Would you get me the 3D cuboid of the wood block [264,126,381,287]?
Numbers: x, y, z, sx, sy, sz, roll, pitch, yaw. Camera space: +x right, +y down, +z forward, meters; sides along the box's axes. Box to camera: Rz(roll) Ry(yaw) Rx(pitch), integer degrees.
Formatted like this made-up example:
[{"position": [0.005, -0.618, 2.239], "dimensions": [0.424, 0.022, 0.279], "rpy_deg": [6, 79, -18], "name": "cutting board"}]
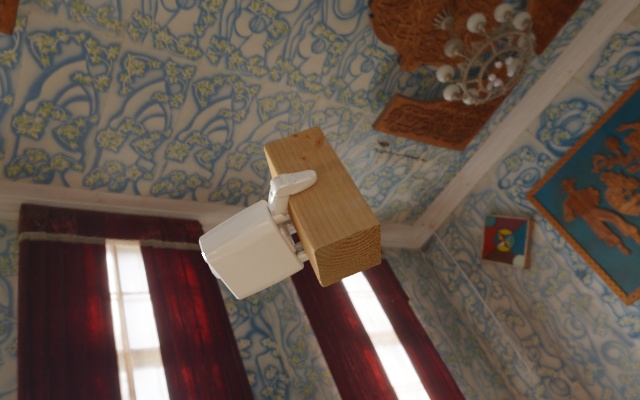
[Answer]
[{"position": [0.000, 0.002, 0.668], "dimensions": [0.090, 0.206, 0.091], "rpy_deg": [-21, -39, -9], "name": "wood block"}]
